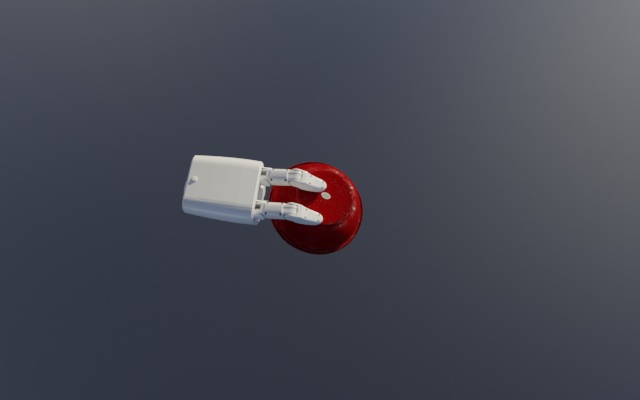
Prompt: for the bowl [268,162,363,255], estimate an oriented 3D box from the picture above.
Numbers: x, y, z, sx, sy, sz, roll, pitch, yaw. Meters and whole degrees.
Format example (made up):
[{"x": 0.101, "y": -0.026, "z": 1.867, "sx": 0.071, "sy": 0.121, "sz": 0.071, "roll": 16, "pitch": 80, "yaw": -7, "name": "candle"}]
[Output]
[{"x": 0.002, "y": 0.002, "z": 0.767, "sx": 0.162, "sy": 0.162, "sz": 0.055, "roll": 0, "pitch": -19, "yaw": -16, "name": "bowl"}]
